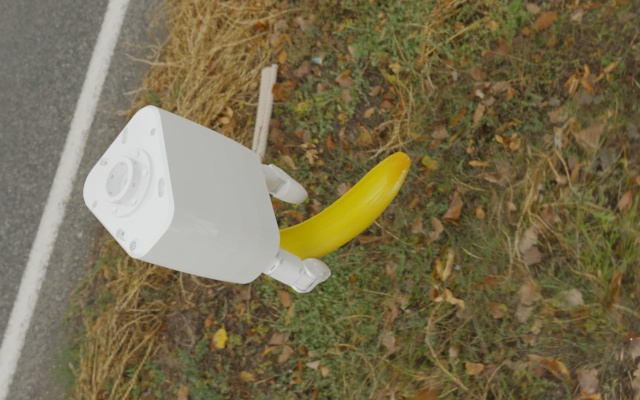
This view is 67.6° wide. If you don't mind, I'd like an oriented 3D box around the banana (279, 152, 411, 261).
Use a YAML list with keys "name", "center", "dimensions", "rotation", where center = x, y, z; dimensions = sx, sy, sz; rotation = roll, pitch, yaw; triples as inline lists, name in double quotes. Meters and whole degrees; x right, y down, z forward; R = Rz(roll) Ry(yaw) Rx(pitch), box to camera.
- name: "banana"
  center: [0.000, 0.019, 0.453]
  dimensions: [0.198, 0.069, 0.037]
  rotation: [-24, -30, 28]
